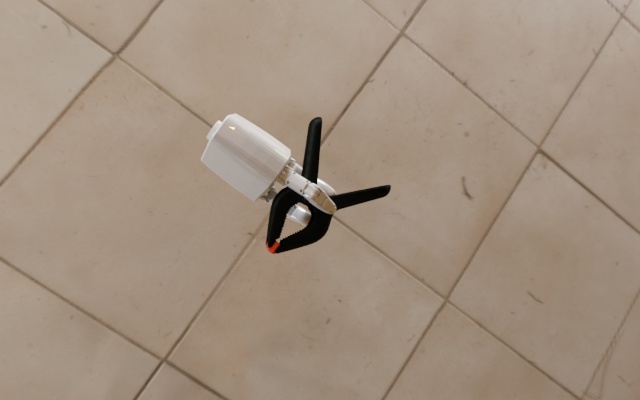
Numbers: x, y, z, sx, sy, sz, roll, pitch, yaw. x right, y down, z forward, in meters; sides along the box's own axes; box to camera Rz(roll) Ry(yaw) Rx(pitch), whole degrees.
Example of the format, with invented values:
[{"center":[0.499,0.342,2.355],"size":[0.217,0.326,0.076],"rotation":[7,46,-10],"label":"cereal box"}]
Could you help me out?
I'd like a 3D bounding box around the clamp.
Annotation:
[{"center":[0.000,0.003,0.720],"size":[0.164,0.210,0.036],"rotation":[36,-9,-11],"label":"clamp"}]
